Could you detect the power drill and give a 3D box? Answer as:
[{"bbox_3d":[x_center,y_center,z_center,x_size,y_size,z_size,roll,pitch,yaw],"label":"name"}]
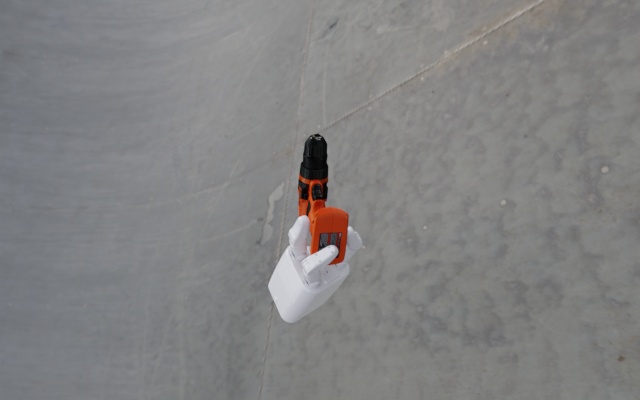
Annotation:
[{"bbox_3d":[0.000,0.003,0.799,0.057,0.184,0.187,-2,31,-9],"label":"power drill"}]
